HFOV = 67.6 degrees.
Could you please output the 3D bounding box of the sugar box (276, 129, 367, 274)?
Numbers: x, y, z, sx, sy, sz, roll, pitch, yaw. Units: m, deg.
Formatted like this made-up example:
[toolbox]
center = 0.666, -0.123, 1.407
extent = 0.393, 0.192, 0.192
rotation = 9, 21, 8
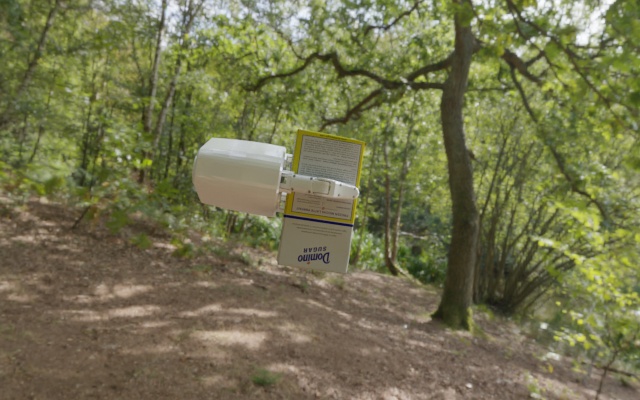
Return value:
[sugar box]
center = 0.000, 0.002, 0.630
extent = 0.093, 0.176, 0.048
rotation = 9, 1, -7
